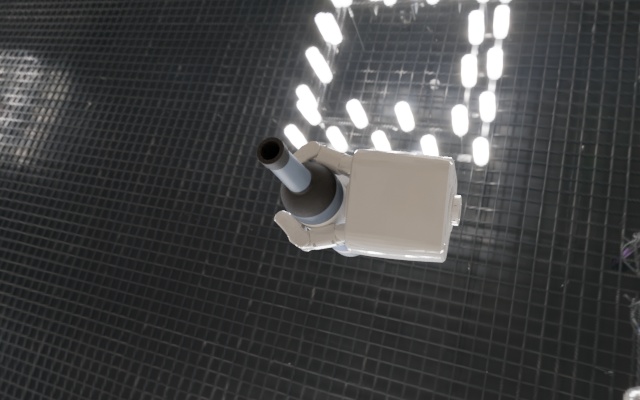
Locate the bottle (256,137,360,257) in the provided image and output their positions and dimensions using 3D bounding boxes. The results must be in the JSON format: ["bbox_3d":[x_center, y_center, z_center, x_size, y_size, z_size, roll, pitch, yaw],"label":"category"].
[{"bbox_3d":[0.000,0.002,0.562,0.069,0.069,0.296,0,-19,19],"label":"bottle"}]
